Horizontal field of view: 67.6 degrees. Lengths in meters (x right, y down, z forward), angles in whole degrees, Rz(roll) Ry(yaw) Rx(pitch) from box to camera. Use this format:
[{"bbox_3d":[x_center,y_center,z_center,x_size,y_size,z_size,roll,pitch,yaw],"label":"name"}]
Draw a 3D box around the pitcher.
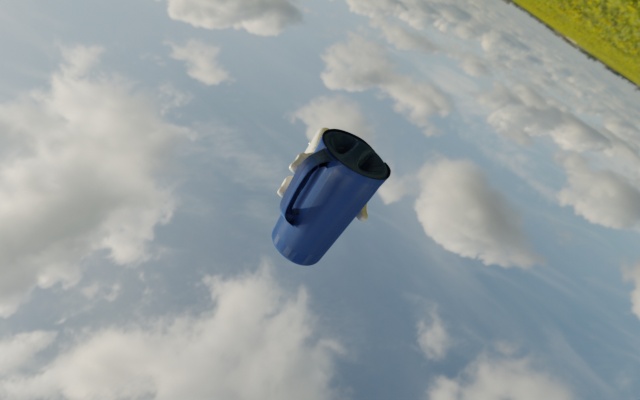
[{"bbox_3d":[0.000,0.003,0.851,0.149,0.243,0.145,27,31,-11],"label":"pitcher"}]
